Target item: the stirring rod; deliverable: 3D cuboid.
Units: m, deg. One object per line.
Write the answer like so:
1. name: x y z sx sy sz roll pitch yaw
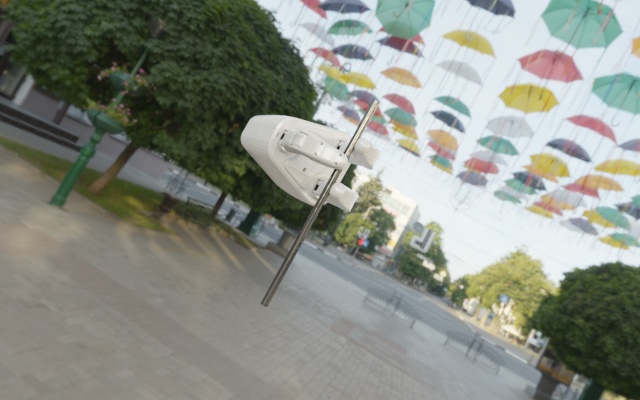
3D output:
1. stirring rod: 0.000 0.002 0.494 0.011 0.239 0.011 29 -3 2
